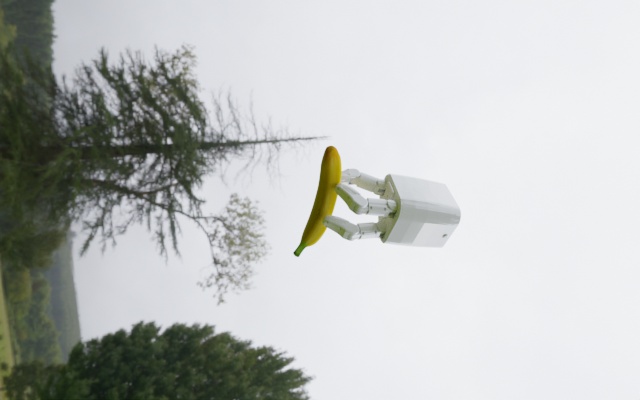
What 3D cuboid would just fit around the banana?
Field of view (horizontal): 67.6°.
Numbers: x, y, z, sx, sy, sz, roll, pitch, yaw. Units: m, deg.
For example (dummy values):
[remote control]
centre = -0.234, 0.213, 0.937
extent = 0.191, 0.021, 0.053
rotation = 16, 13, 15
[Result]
[banana]
centre = 0.005, -0.001, 0.767
extent = 0.037, 0.198, 0.069
rotation = 21, 24, 10
